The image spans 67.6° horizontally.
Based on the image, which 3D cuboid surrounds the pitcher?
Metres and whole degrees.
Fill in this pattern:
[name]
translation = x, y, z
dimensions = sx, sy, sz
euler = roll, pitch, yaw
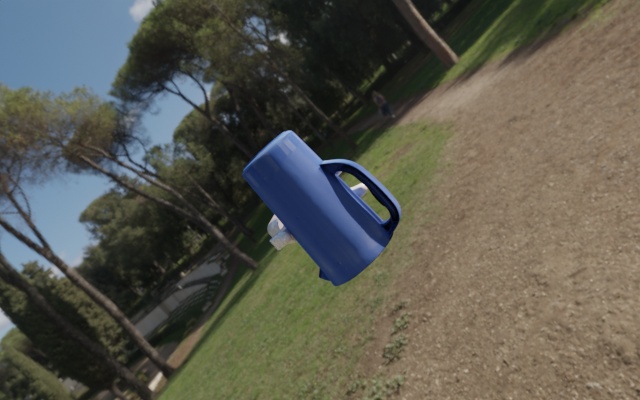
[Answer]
[pitcher]
translation = 0.000, 0.003, 0.765
dimensions = 0.149, 0.243, 0.145
euler = -44, 6, -18
